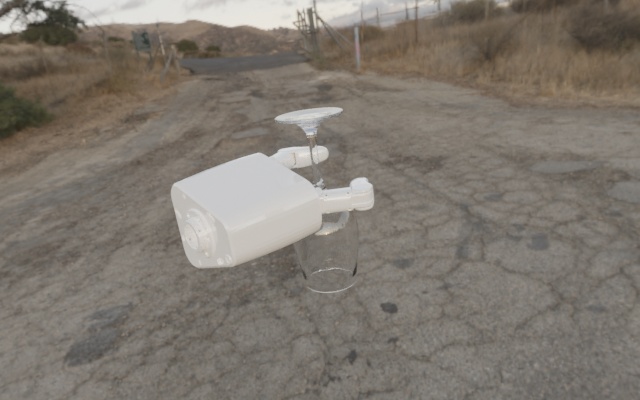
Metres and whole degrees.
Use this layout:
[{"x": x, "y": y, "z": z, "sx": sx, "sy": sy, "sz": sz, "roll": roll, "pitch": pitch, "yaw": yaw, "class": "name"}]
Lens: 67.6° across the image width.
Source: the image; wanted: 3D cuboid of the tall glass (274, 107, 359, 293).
[{"x": 0.000, "y": 0.001, "z": 0.540, "sx": 0.079, "sy": 0.201, "sz": 0.079, "roll": -7, "pitch": 19, "yaw": 3, "class": "tall glass"}]
